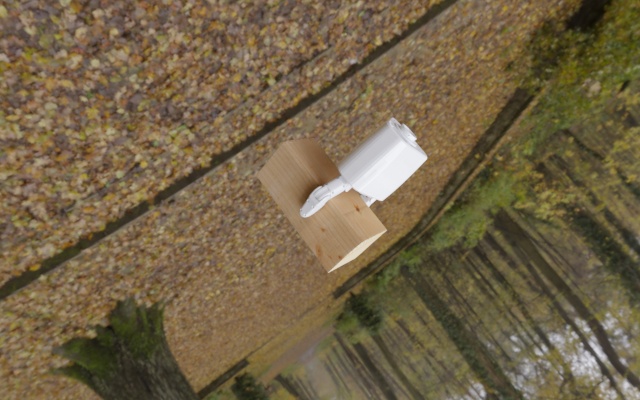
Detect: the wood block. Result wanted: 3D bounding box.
[{"bbox_3d":[0.000,0.003,0.798,0.090,0.206,0.091,-46,-16,32],"label":"wood block"}]
